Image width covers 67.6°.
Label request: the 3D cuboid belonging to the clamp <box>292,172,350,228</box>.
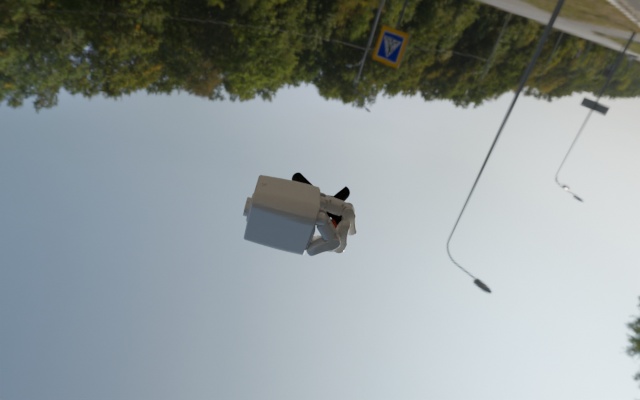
[{"bbox_3d":[0.000,0.004,0.879,0.120,0.039,0.171,15,26,-7],"label":"clamp"}]
